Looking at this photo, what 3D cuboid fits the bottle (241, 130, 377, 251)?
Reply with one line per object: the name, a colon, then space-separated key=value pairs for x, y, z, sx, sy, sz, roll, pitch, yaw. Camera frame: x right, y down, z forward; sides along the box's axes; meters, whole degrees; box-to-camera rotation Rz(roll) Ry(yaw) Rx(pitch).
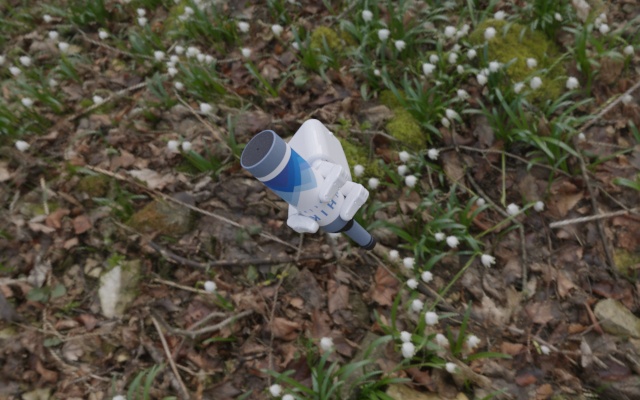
bottle: x=0.000 y=0.002 z=0.761 sx=0.069 sy=0.069 sz=0.296 roll=0 pitch=-31 yaw=44
